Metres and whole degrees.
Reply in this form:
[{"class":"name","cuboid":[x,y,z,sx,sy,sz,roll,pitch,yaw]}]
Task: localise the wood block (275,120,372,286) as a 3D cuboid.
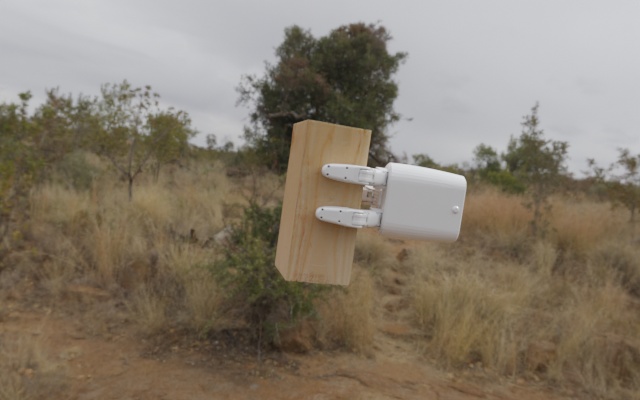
[{"class":"wood block","cuboid":[0.000,0.002,0.654,0.090,0.206,0.091,7,4,-15]}]
